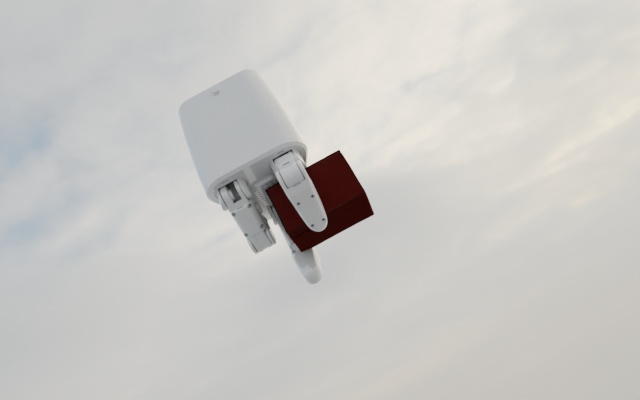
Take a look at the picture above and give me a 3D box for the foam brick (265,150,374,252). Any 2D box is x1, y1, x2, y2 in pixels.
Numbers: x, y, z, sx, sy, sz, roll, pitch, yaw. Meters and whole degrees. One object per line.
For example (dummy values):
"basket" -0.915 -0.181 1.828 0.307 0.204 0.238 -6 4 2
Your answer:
"foam brick" 0.000 0.001 0.432 0.078 0.051 0.053 -28 -28 0
